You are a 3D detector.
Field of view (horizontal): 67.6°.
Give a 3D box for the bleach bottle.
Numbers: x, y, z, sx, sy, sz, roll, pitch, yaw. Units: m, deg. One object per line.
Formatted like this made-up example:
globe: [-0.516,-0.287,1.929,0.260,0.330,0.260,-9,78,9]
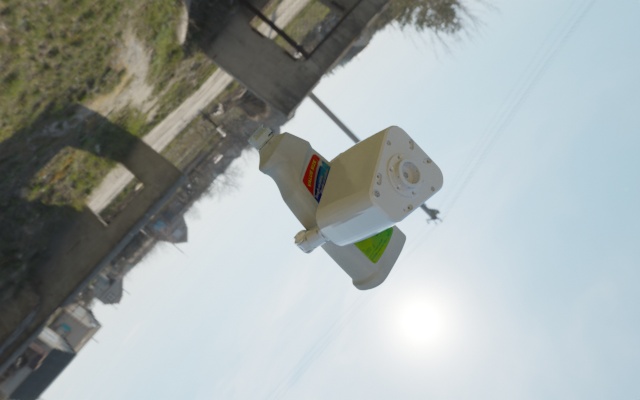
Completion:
bleach bottle: [0.000,0.002,0.636,0.251,0.102,0.068,44,-34,-12]
